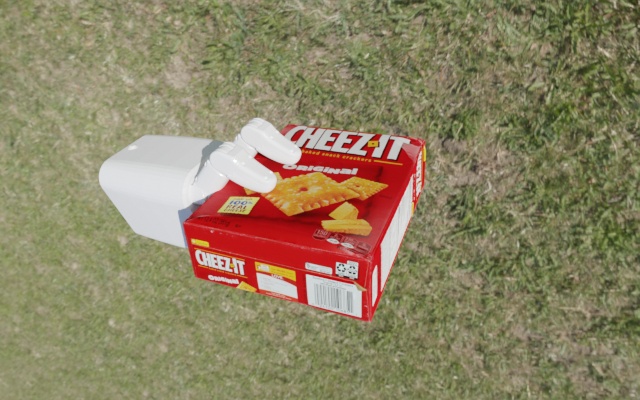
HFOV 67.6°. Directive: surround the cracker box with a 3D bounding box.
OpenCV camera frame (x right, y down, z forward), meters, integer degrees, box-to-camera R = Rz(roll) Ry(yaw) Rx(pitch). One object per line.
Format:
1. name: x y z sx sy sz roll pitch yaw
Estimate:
1. cracker box: 0.000 0.002 0.460 0.164 0.072 0.213 10 35 19
